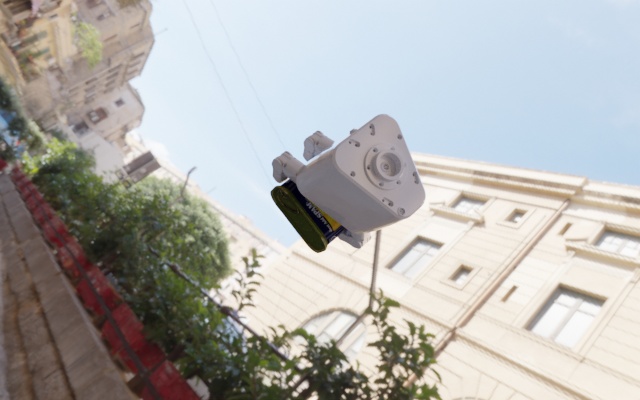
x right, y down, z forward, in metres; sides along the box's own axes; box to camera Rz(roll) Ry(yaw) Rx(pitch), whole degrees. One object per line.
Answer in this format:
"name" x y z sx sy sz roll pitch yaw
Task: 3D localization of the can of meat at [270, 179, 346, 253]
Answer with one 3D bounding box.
"can of meat" 0.000 0.002 0.619 0.084 0.102 0.057 -39 2 -23
